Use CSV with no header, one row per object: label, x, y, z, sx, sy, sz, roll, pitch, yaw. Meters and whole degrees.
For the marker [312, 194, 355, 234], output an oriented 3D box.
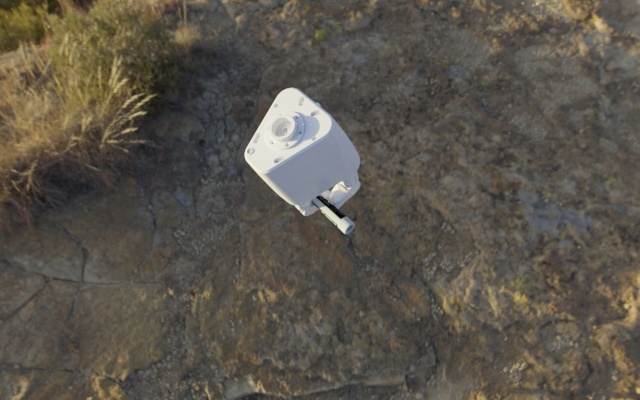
marker,0.000,0.002,0.668,0.121,0.020,0.020,42,23,27
